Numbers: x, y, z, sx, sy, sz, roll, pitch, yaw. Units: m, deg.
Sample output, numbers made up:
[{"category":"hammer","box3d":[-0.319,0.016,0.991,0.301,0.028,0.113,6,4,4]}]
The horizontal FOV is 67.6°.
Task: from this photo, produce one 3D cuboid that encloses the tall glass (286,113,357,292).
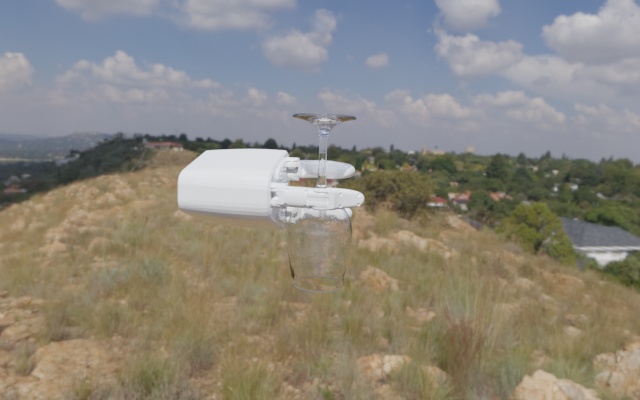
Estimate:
[{"category":"tall glass","box3d":[0.000,0.001,0.561,0.079,0.201,0.079,2,6,0]}]
